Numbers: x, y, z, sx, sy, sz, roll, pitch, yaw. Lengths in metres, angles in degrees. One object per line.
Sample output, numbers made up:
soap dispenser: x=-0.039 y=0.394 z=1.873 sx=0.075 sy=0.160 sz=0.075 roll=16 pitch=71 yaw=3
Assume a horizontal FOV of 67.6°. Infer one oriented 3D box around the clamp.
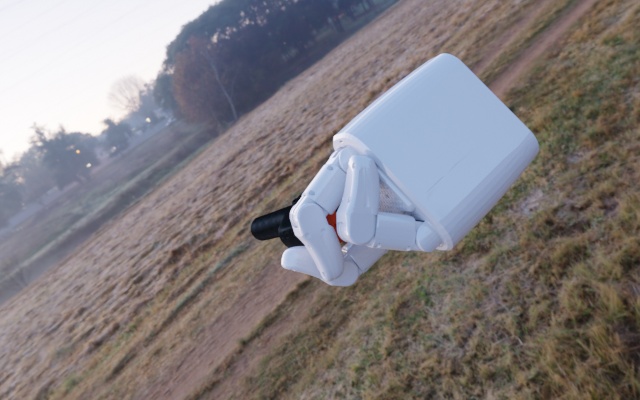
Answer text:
clamp: x=0.000 y=0.001 z=0.436 sx=0.120 sy=0.039 sz=0.171 roll=-46 pitch=18 yaw=-12
